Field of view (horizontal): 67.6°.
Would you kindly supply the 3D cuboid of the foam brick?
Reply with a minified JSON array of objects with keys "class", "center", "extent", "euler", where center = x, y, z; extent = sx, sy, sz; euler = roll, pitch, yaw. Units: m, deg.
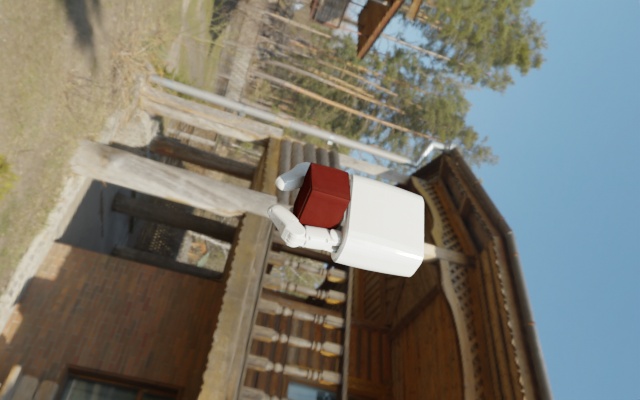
[{"class":"foam brick","center":[0.000,0.002,0.590],"extent":[0.051,0.078,0.053],"euler":[14,42,-12]}]
